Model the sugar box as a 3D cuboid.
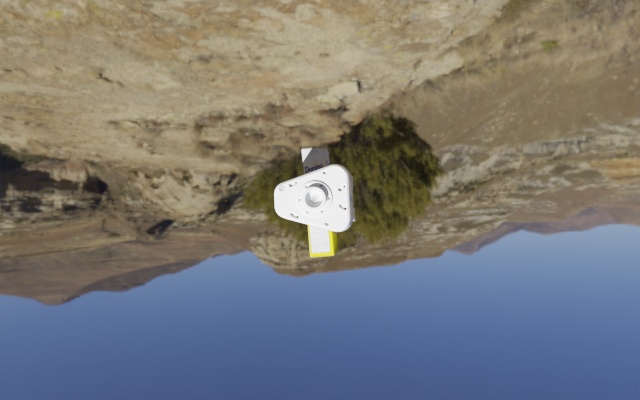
[{"bbox_3d":[0.001,0.003,0.804,0.048,0.176,0.093,-3,-1,5],"label":"sugar box"}]
